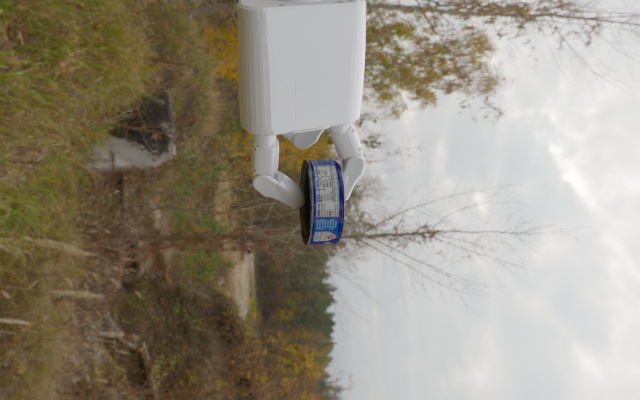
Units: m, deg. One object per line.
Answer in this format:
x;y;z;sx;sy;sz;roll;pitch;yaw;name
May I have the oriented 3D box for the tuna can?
0.001;0.002;0.482;0.034;0.086;0.086;-1;0;-9;tuna can
